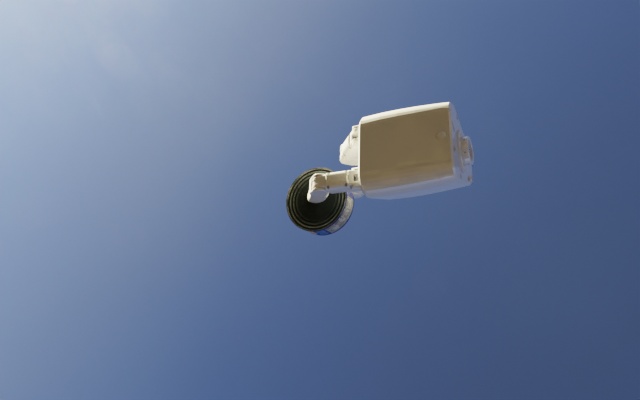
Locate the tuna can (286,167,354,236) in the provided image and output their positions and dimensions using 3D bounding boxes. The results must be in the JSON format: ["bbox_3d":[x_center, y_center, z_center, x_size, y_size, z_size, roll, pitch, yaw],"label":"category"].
[{"bbox_3d":[0.000,0.002,0.628,0.086,0.086,0.034,0,-15,26],"label":"tuna can"}]
